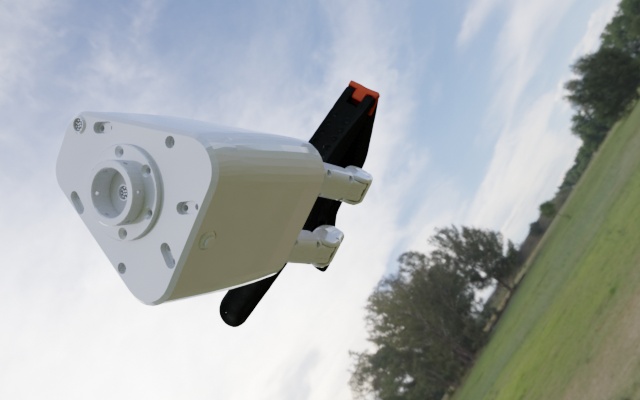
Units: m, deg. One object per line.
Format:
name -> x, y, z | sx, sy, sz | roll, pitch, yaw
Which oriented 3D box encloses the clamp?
clamp -> 0.000, 0.001, 0.418 | 0.036, 0.210, 0.164 | 31, 15, 19
